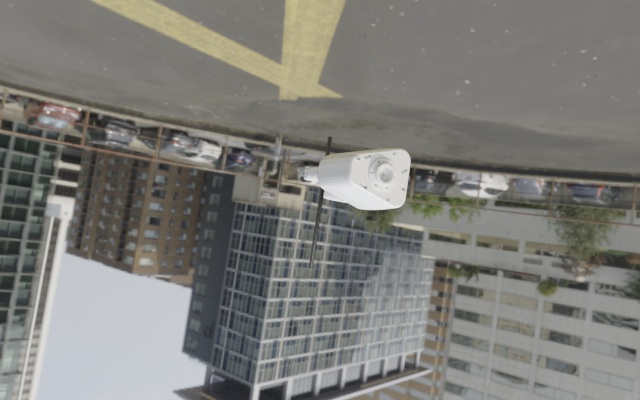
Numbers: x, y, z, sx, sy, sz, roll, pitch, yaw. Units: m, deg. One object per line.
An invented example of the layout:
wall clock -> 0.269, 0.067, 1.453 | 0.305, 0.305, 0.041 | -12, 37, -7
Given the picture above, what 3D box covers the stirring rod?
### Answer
stirring rod -> 0.000, 0.003, 0.864 | 0.011, 0.239, 0.011 | 8, -3, 1
